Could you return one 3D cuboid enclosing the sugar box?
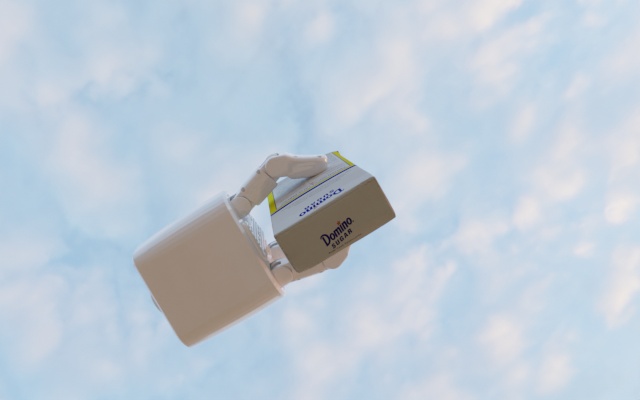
[{"bbox_3d":[0.000,0.002,0.450,0.093,0.048,0.176,-31,17,0],"label":"sugar box"}]
